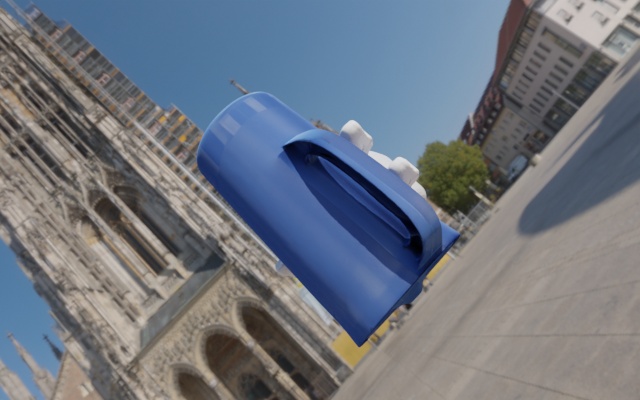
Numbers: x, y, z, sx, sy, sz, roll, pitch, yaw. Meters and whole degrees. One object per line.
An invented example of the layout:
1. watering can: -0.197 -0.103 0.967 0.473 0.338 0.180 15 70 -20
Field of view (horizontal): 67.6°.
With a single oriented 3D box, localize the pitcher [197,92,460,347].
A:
1. pitcher: 0.000 0.001 0.445 0.242 0.149 0.145 42 18 16
